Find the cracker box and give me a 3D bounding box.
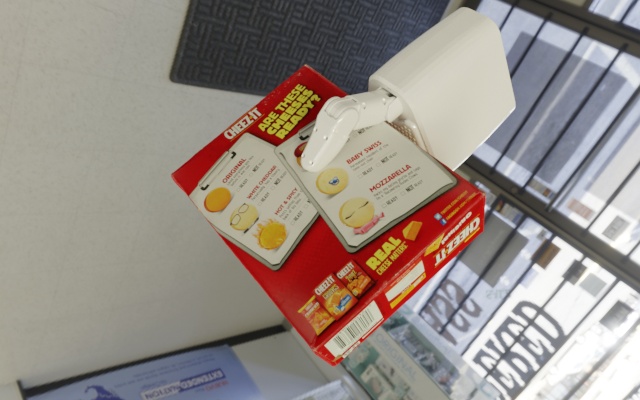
[{"bbox_3d":[0.000,0.001,0.403,0.213,0.164,0.072,43,-11,33],"label":"cracker box"}]
